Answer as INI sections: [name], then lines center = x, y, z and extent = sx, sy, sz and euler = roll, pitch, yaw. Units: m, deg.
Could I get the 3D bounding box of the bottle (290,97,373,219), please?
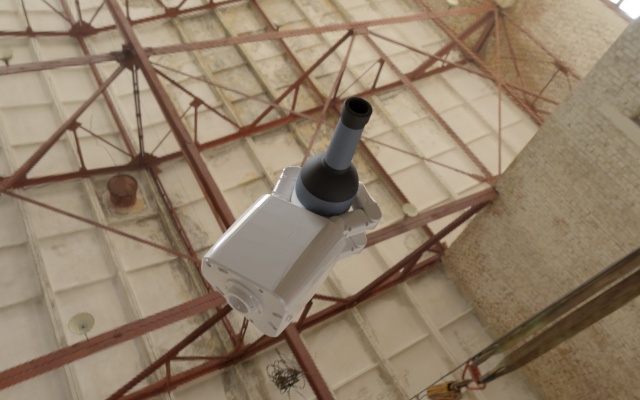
[bottle]
center = 0.000, 0.002, 0.545
extent = 0.069, 0.069, 0.296
euler = 0, -36, -17
